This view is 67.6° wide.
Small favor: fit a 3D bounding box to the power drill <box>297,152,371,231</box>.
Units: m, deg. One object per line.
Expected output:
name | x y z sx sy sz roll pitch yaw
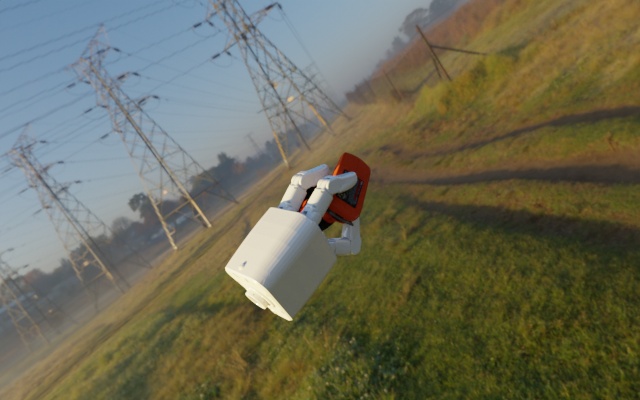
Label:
power drill | 0.000 0.002 0.747 0.057 0.184 0.188 29 -37 -17
